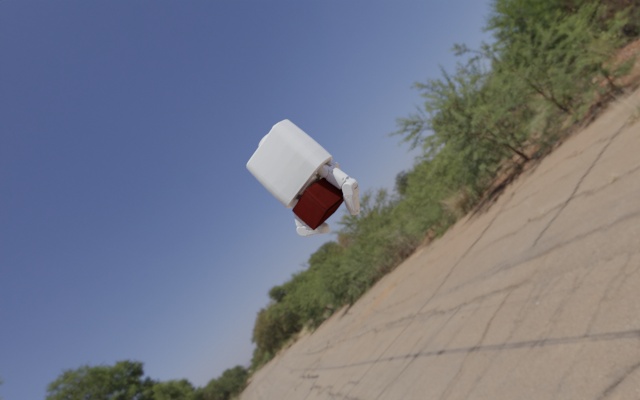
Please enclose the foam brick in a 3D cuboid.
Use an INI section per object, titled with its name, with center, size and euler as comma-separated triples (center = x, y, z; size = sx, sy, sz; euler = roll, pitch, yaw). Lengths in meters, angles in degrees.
[foam brick]
center = 0.000, 0.003, 0.794
size = 0.078, 0.051, 0.053
euler = -38, -13, -52
